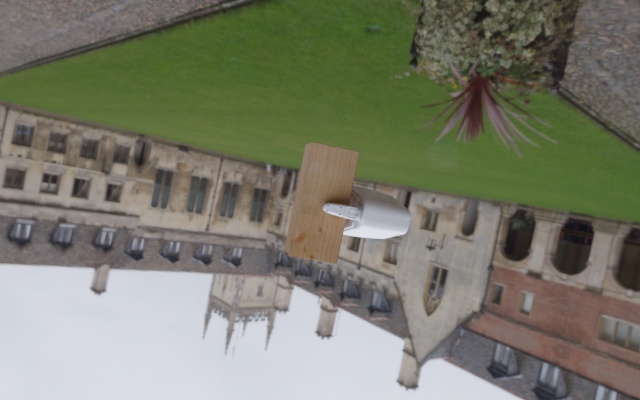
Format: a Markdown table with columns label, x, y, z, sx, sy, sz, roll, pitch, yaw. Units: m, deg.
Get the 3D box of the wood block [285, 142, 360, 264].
| label | x | y | z | sx | sy | sz | roll | pitch | yaw |
| --- | --- | --- | --- | --- | --- | --- | --- | --- | --- |
| wood block | 0.001 | 0.003 | 0.887 | 0.090 | 0.206 | 0.091 | 11 | 1 | -11 |
